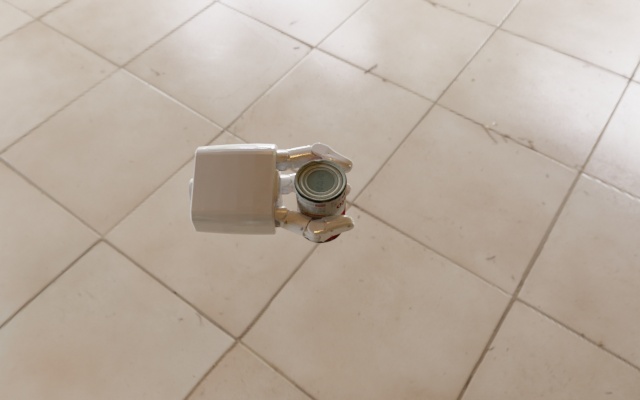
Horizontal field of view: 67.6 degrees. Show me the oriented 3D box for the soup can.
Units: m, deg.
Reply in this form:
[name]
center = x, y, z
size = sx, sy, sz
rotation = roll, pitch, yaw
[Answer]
[soup can]
center = 0.001, 0.002, 0.631
size = 0.068, 0.068, 0.102
rotation = 0, -34, 0
